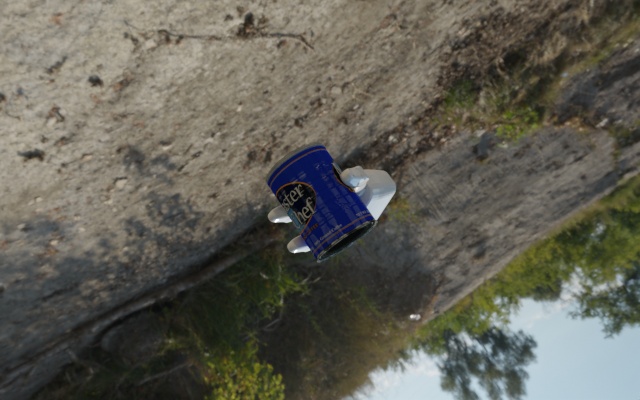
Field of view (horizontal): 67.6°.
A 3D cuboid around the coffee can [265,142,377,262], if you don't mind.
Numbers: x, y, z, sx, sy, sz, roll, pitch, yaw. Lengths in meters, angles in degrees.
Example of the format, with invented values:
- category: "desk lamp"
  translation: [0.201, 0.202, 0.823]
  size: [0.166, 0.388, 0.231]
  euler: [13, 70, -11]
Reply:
- category: "coffee can"
  translation: [0.000, 0.002, 0.686]
  size: [0.103, 0.140, 0.103]
  euler: [-32, -14, -9]
